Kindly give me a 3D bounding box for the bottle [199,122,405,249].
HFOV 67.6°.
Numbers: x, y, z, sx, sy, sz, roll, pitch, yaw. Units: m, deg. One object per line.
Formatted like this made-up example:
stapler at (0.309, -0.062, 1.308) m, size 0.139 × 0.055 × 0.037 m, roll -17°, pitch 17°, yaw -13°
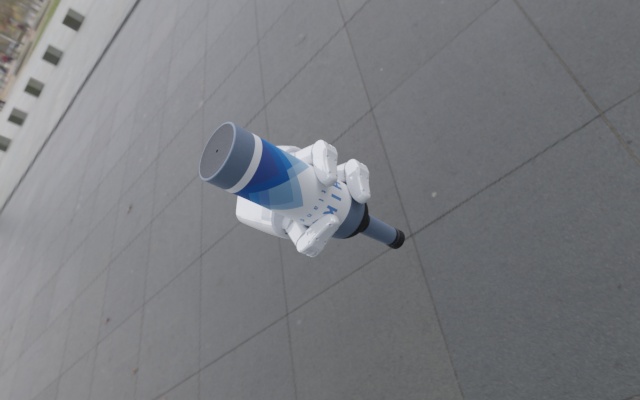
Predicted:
bottle at (0.000, 0.002, 0.574) m, size 0.296 × 0.069 × 0.069 m, roll 26°, pitch -16°, yaw -36°
